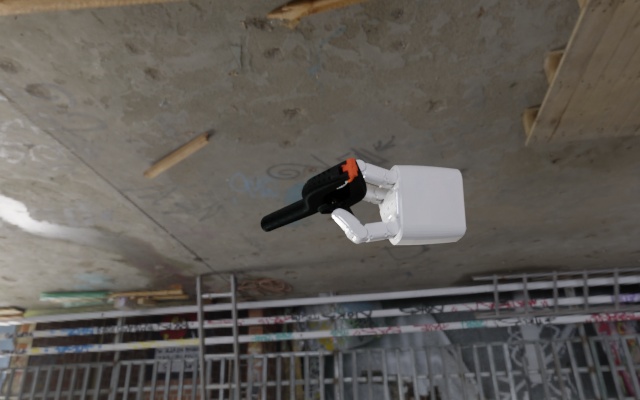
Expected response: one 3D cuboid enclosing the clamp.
[{"bbox_3d":[0.001,0.003,0.708,0.164,0.036,0.210,-3,-25,-14],"label":"clamp"}]
